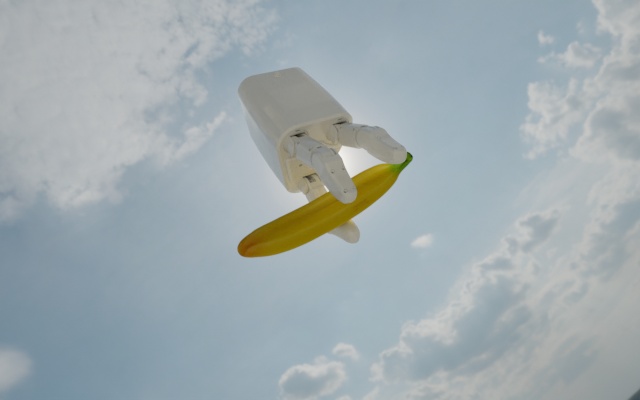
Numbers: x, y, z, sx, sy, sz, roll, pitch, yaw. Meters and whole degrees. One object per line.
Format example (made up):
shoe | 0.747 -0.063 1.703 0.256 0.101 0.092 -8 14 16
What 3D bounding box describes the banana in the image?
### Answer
banana | 0.005 0.008 0.498 0.198 0.037 0.070 -31 -24 -9
